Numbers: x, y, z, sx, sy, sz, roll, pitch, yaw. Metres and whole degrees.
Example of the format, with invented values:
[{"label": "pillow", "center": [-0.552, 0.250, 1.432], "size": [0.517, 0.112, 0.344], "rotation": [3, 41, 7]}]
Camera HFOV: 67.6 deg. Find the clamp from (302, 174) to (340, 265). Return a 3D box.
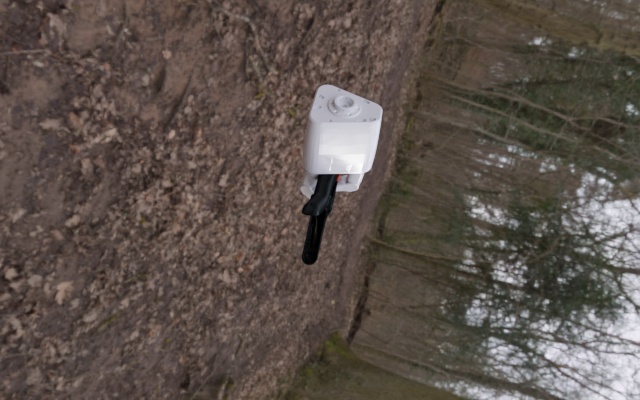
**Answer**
[{"label": "clamp", "center": [0.001, 0.003, 0.750], "size": [0.039, 0.171, 0.120], "rotation": [12, -38, 3]}]
